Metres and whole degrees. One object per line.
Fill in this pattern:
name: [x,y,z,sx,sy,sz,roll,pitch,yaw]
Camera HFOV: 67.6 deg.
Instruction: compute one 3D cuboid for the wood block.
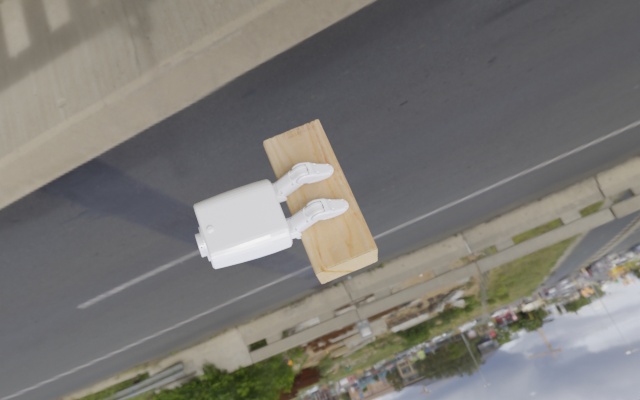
wood block: [0.000,0.003,0.686,0.090,0.206,0.091,-22,-19,-2]
